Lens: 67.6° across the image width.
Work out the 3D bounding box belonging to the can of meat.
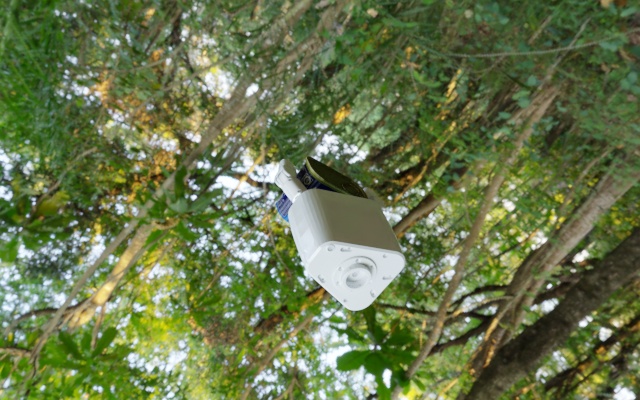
[{"bbox_3d":[0.000,0.002,0.651,0.102,0.084,0.057,27,22,-30],"label":"can of meat"}]
